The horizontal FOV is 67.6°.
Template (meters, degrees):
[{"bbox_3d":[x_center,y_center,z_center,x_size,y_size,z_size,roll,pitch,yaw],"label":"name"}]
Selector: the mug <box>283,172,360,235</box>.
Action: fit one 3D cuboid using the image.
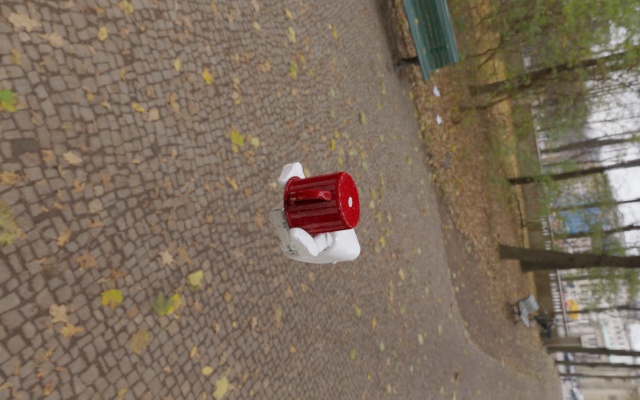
[{"bbox_3d":[0.000,0.002,0.662,0.081,0.093,0.117,-9,-17,24],"label":"mug"}]
